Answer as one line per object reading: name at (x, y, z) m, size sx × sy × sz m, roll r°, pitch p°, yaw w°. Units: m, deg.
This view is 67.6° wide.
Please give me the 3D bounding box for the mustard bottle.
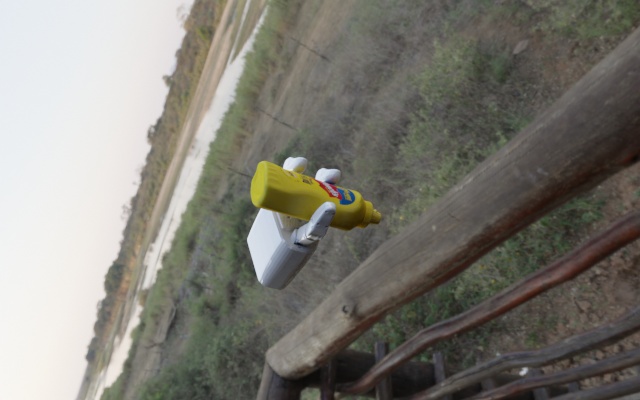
mustard bottle at (0.000, 0.002, 0.679) m, size 0.191 × 0.058 × 0.096 m, roll 17°, pitch 16°, yaw -20°
